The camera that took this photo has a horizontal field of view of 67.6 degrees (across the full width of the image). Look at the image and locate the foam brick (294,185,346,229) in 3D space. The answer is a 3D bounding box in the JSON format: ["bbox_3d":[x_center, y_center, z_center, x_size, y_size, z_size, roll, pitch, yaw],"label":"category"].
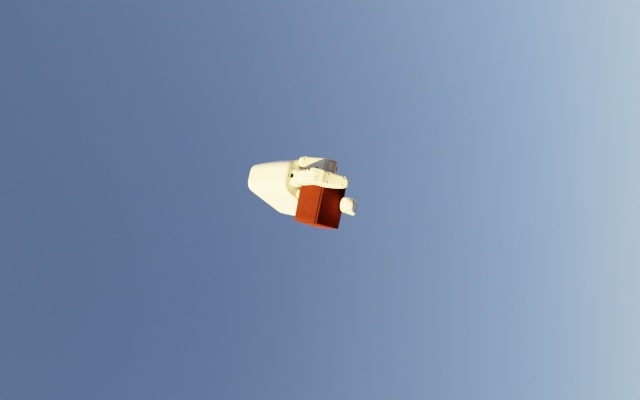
[{"bbox_3d":[0.000,0.003,0.752,0.051,0.078,0.053,3,-12,46],"label":"foam brick"}]
